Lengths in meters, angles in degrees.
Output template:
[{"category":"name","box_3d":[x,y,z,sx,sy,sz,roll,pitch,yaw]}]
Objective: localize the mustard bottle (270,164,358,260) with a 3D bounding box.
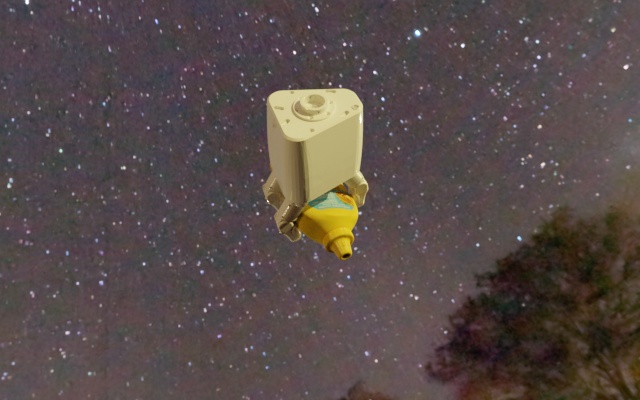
[{"category":"mustard bottle","box_3d":[0.000,0.002,0.670,0.096,0.191,0.058,2,-45,-32]}]
